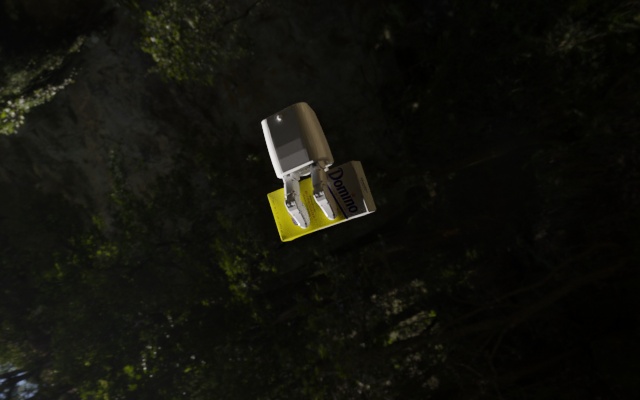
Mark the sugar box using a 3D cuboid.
[{"bbox_3d":[0.000,0.003,0.839,0.176,0.093,0.048,-21,-6,27],"label":"sugar box"}]
